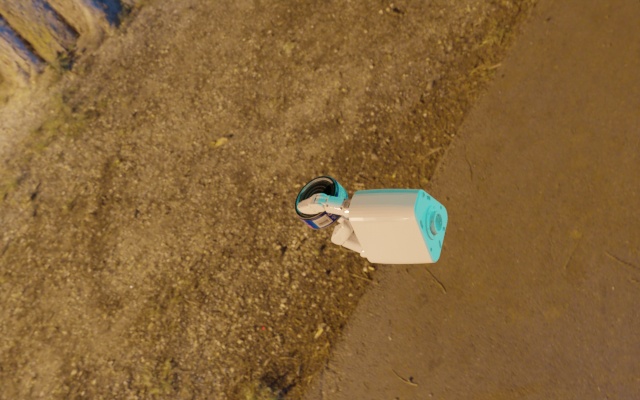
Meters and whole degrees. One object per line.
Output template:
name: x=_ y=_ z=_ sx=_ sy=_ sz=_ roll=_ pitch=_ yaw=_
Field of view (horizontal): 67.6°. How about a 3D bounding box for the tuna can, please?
tuna can: x=0.000 y=0.002 z=0.776 sx=0.086 sy=0.086 sz=0.034 roll=0 pitch=-32 yaw=41
